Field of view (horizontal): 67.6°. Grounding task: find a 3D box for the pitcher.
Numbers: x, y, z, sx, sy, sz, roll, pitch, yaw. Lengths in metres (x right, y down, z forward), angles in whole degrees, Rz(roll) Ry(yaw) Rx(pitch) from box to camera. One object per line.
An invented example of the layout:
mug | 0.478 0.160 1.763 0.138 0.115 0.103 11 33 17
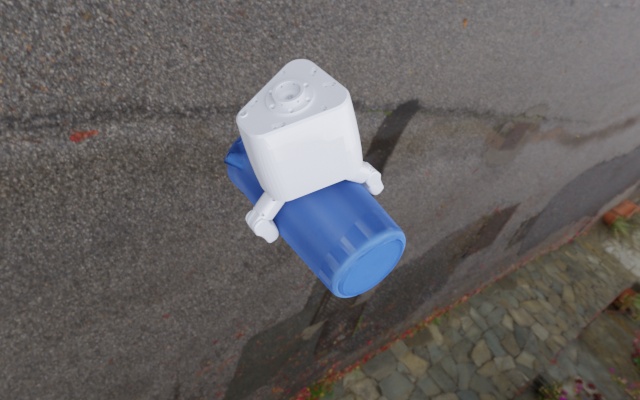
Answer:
pitcher | 0.000 0.002 0.616 0.149 0.242 0.145 -34 -33 -12
